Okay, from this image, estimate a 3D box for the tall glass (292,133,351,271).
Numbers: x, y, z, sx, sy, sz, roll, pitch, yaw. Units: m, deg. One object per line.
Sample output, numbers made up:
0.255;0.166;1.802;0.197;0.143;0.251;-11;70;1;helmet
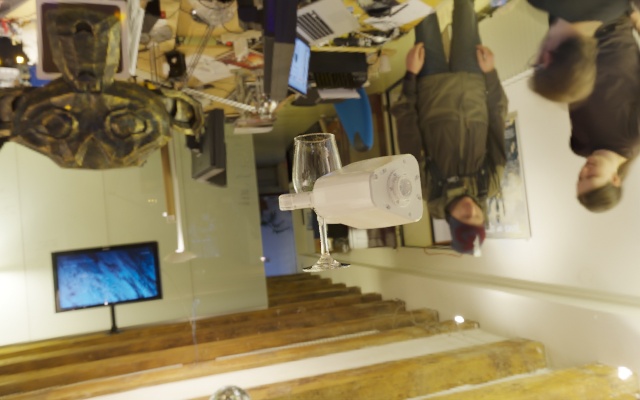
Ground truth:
0.000;0.003;0.723;0.079;0.201;0.079;-6;-2;0;tall glass
